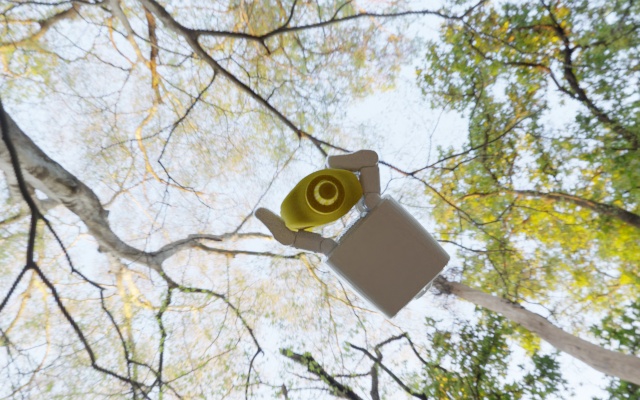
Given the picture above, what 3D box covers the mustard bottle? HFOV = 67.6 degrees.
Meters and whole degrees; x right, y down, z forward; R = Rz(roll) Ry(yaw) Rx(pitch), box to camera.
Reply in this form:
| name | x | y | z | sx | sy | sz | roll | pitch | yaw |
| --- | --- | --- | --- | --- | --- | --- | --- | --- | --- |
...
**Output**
| name | x | y | z | sx | sy | sz | roll | pitch | yaw |
| --- | --- | --- | --- | --- | --- | --- | --- | --- | --- |
| mustard bottle | 0.000 | 0.002 | 0.559 | 0.096 | 0.058 | 0.191 | -22 | -4 | -6 |
